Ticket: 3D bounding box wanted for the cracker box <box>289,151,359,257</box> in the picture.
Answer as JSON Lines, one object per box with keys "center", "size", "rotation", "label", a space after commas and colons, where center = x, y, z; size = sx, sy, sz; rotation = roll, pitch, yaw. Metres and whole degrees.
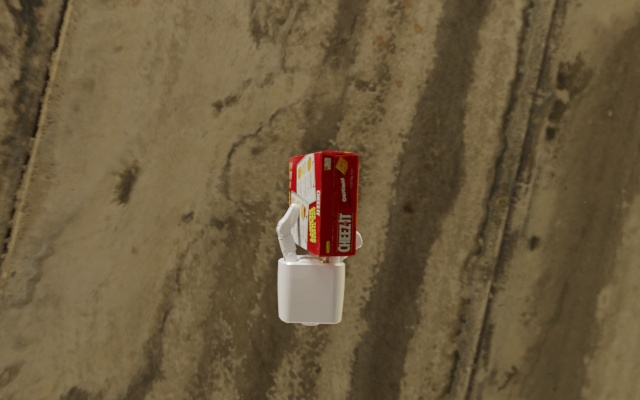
{"center": [0.000, 0.003, 0.834], "size": [0.072, 0.164, 0.213], "rotation": [0, 2, -17], "label": "cracker box"}
